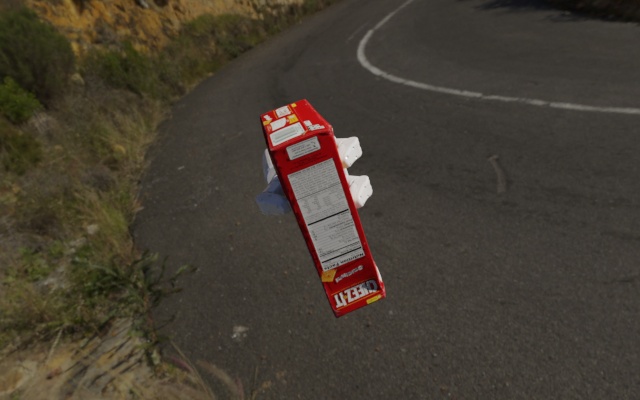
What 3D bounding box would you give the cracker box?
[{"bbox_3d":[0.000,0.002,0.569,0.072,0.214,0.164,-21,24,-2],"label":"cracker box"}]
